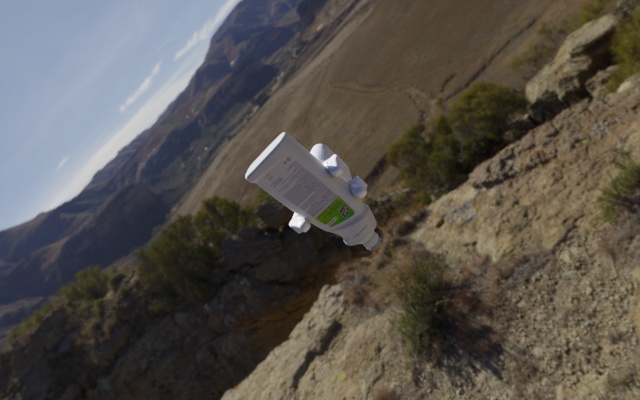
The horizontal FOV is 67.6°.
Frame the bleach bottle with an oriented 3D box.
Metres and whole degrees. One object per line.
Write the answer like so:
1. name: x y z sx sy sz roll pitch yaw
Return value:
1. bleach bottle: 0.000 0.003 0.811 0.102 0.251 0.068 -42 17 21
